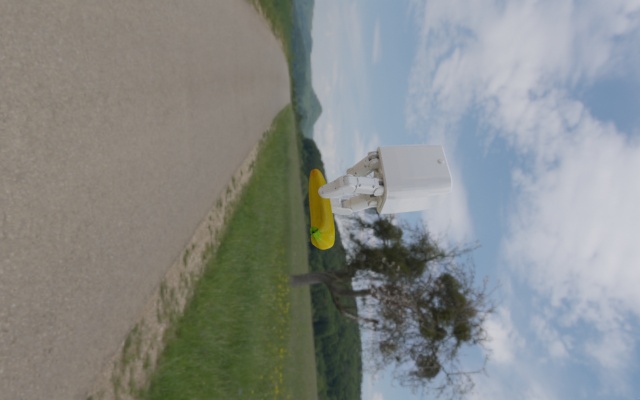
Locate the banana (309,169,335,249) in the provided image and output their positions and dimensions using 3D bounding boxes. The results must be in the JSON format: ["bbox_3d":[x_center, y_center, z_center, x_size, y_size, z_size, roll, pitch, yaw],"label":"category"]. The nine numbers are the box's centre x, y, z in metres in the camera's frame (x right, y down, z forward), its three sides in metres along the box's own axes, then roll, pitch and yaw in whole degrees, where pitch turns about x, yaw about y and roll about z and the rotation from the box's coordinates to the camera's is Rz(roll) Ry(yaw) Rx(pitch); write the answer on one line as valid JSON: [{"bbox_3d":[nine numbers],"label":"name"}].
[{"bbox_3d":[0.001,0.020,0.756,0.037,0.070,0.197,-4,29,0],"label":"banana"}]
